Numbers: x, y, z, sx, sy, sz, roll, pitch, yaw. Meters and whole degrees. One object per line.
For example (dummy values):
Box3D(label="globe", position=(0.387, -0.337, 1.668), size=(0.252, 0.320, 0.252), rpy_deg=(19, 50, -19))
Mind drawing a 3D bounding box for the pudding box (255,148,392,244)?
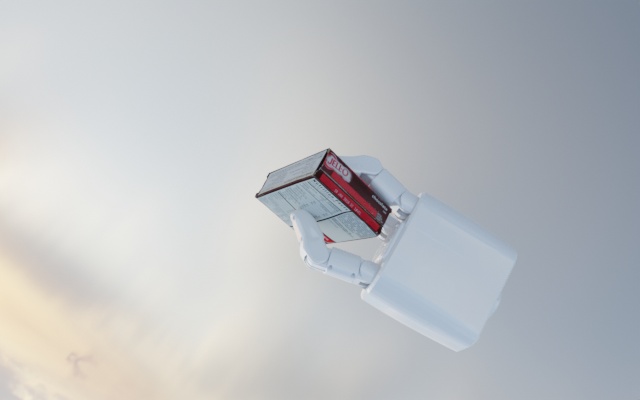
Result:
Box3D(label="pudding box", position=(0.000, 0.002, 0.472), size=(0.090, 0.039, 0.113), rpy_deg=(43, -33, -22))
